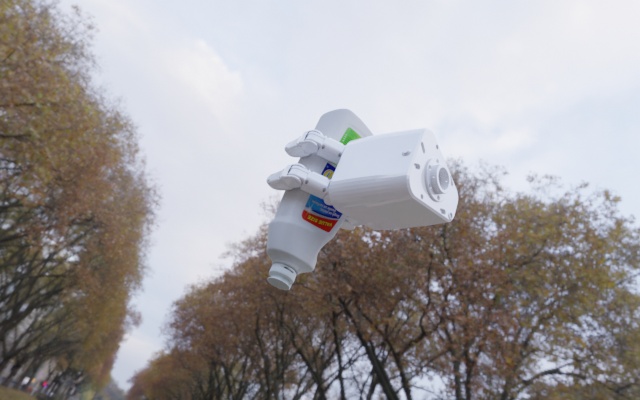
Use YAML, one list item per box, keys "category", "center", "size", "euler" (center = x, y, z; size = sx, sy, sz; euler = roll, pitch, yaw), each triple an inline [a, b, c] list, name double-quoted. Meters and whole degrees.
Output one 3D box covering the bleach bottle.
- category: "bleach bottle"
  center: [0.000, 0.002, 0.615]
  size: [0.068, 0.250, 0.103]
  euler: [-8, -42, 42]
